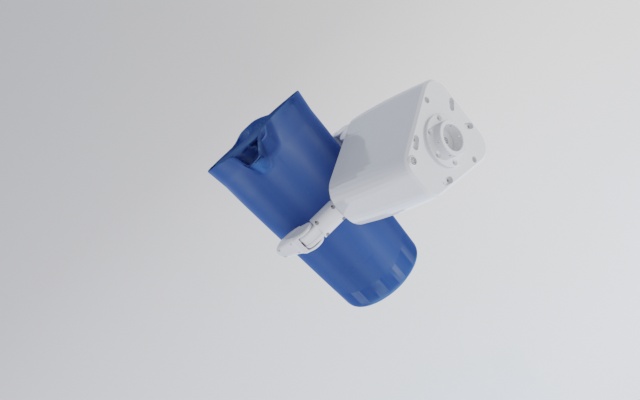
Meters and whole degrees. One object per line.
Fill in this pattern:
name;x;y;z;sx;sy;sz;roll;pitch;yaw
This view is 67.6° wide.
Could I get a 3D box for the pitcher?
pitcher;0.000;0.002;0.562;0.145;0.243;0.149;-22;24;54
